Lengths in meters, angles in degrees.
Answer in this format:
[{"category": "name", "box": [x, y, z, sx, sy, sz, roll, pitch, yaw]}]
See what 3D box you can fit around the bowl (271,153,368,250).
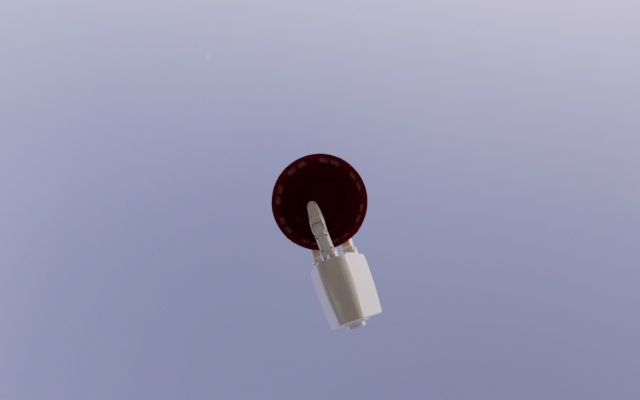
[{"category": "bowl", "box": [0.000, 0.001, 0.819, 0.162, 0.162, 0.055, 0, -1, 6]}]
